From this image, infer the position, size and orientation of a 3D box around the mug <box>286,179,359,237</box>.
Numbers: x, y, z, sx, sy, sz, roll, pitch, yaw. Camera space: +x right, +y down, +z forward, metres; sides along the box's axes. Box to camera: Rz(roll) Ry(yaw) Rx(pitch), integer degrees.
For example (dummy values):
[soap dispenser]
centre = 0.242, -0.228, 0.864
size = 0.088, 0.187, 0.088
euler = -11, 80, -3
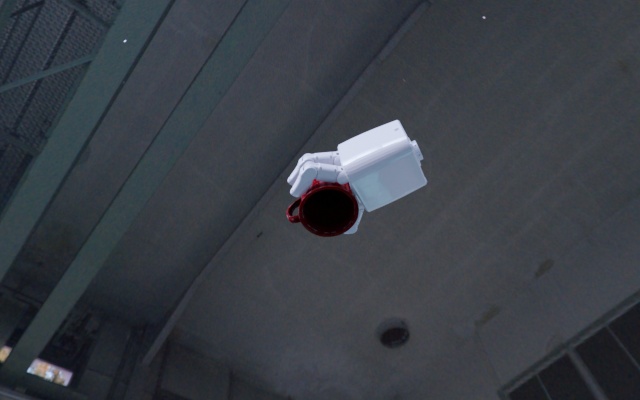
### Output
[mug]
centre = -0.001, 0.003, 0.768
size = 0.117, 0.093, 0.081
euler = -24, 30, 11
